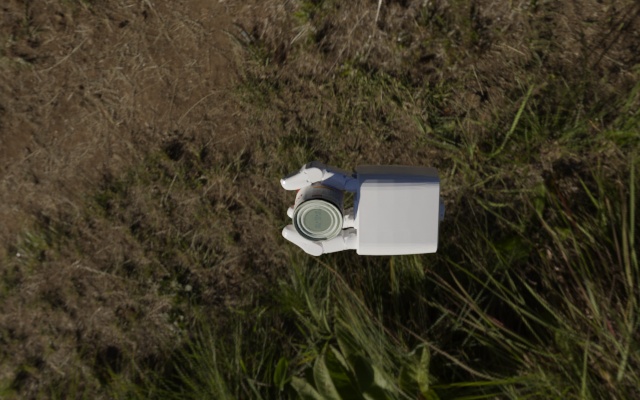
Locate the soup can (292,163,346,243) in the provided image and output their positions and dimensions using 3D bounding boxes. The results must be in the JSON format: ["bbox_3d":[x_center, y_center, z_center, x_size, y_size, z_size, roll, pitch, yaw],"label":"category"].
[{"bbox_3d":[0.000,0.002,0.646,0.068,0.068,0.102,0,30,4],"label":"soup can"}]
